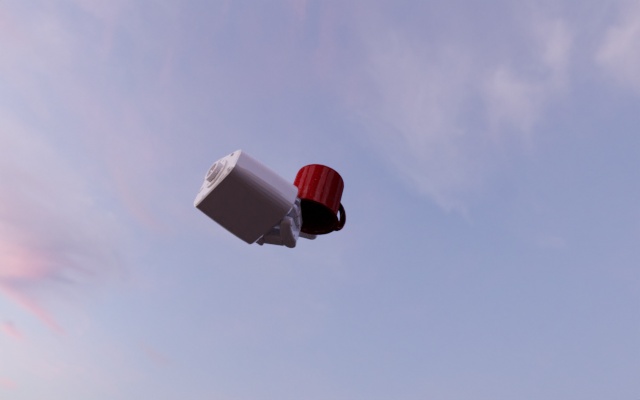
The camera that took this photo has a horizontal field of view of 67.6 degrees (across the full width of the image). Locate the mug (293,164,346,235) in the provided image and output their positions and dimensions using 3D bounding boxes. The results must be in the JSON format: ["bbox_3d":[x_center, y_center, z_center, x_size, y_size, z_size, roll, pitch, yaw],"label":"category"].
[{"bbox_3d":[0.001,0.003,0.769,0.117,0.081,0.093,38,-42,-26],"label":"mug"}]
